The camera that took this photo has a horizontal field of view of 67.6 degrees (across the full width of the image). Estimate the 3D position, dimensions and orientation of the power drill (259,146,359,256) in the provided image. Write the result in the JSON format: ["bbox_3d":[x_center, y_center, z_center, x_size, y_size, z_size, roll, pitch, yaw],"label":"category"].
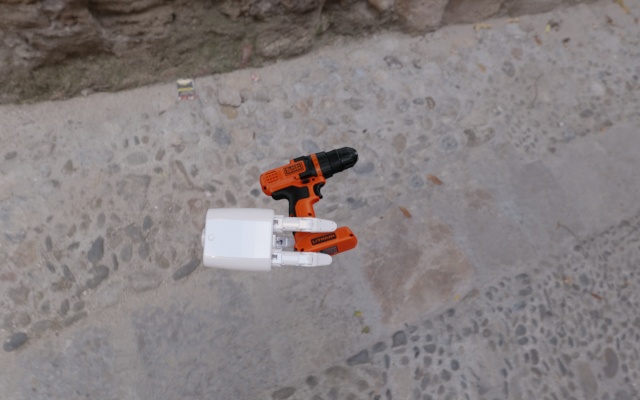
[{"bbox_3d":[0.000,0.003,0.832,0.184,0.187,0.057,-19,-28,0],"label":"power drill"}]
